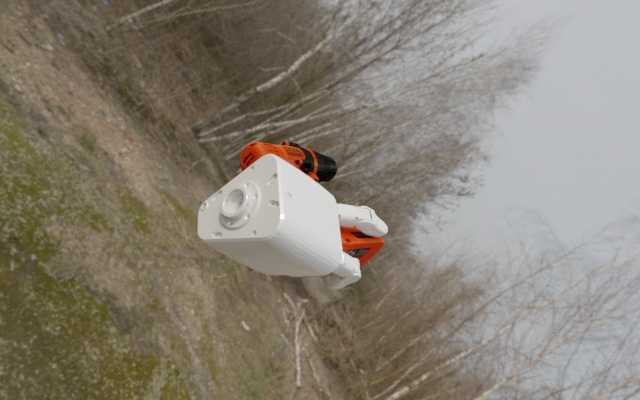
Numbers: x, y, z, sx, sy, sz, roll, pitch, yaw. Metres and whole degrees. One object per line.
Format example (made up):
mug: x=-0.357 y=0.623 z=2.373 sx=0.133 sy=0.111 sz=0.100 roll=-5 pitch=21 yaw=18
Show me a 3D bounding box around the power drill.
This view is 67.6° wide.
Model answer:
power drill: x=0.000 y=0.002 z=0.629 sx=0.184 sy=0.187 sz=0.057 roll=0 pitch=-43 yaw=-54
